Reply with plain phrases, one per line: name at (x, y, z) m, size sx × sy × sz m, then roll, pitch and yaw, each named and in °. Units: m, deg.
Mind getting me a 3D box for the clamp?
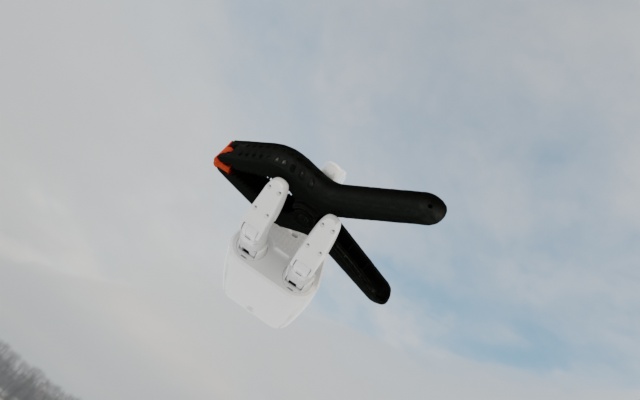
clamp at (0.000, 0.001, 0.421) m, size 0.210 × 0.036 × 0.165 m, roll 34°, pitch -36°, yaw 5°
